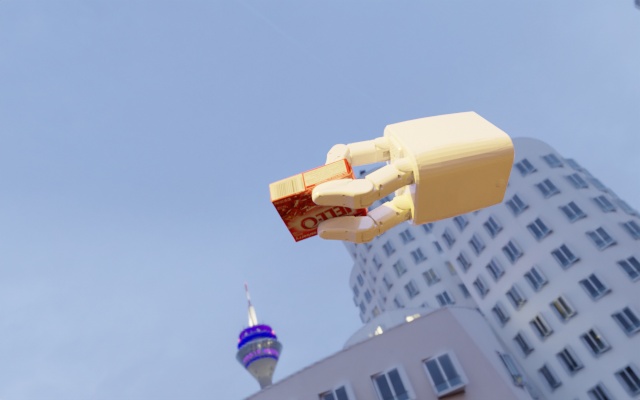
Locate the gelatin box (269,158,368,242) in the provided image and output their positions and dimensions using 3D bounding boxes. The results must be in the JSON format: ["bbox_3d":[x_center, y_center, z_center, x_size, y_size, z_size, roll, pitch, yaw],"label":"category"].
[{"bbox_3d":[0.000,0.001,0.510,0.089,0.030,0.073,-18,-44,8],"label":"gelatin box"}]
